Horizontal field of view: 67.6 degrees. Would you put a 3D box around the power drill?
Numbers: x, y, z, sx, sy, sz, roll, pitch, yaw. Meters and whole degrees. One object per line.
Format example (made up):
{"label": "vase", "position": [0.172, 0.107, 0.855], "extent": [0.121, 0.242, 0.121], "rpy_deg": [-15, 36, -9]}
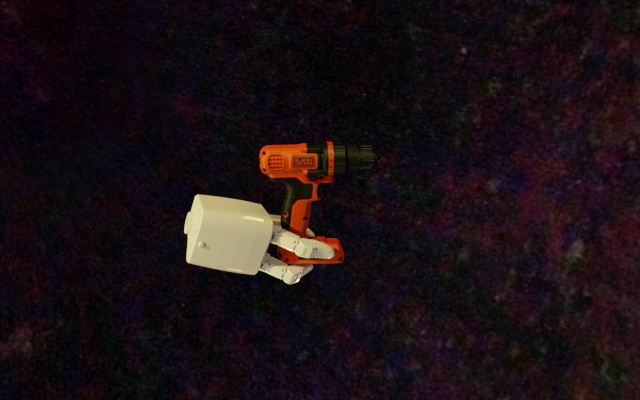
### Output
{"label": "power drill", "position": [0.000, 0.003, 0.745], "extent": [0.184, 0.188, 0.057], "rpy_deg": [-1, 11, -2]}
